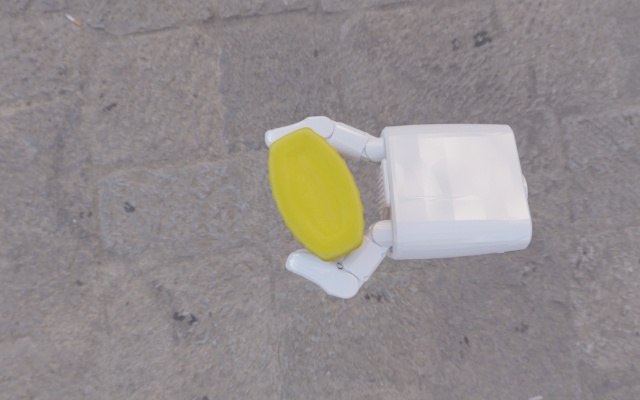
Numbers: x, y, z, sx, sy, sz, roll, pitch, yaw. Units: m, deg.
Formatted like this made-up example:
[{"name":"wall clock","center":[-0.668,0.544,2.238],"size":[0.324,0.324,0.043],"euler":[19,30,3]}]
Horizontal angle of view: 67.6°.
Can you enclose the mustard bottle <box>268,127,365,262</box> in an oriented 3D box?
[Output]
[{"name":"mustard bottle","center":[0.000,0.001,0.423],"size":[0.058,0.096,0.191],"euler":[-27,-5,0]}]
